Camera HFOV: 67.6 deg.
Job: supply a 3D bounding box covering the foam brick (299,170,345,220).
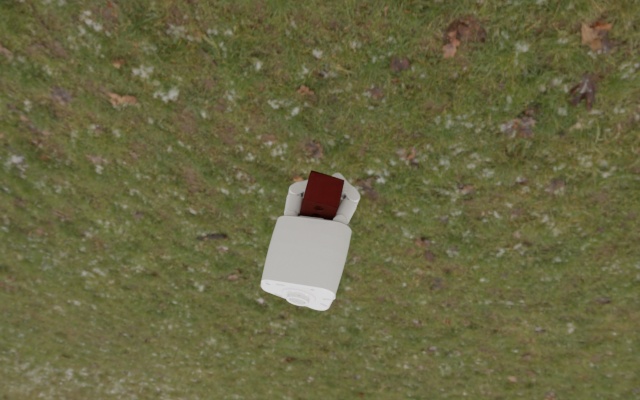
[{"bbox_3d":[0.000,0.002,0.710,0.053,0.051,0.078,15,-31,0],"label":"foam brick"}]
